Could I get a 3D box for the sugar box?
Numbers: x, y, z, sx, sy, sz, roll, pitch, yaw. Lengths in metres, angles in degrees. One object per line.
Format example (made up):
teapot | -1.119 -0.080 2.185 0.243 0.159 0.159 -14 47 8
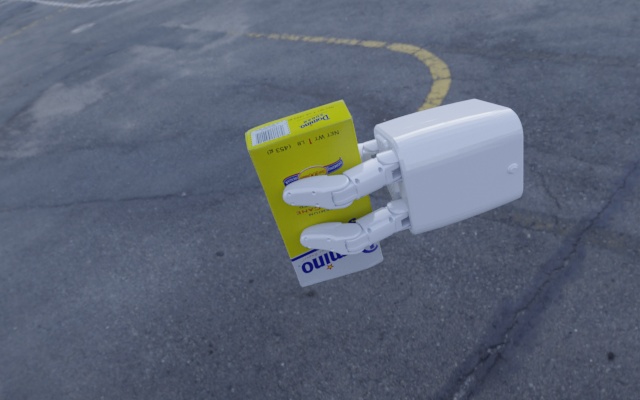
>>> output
sugar box | 0.000 0.002 0.458 0.093 0.176 0.048 -17 35 1
